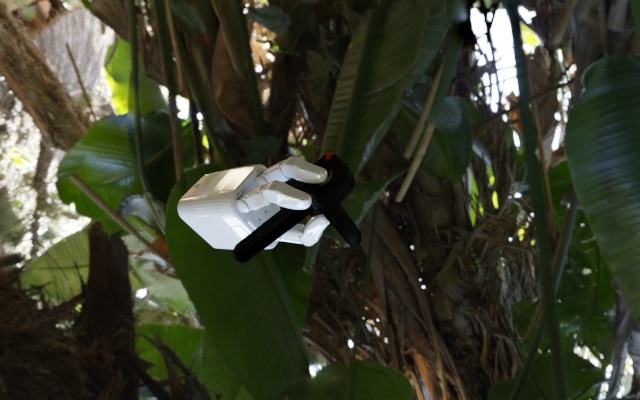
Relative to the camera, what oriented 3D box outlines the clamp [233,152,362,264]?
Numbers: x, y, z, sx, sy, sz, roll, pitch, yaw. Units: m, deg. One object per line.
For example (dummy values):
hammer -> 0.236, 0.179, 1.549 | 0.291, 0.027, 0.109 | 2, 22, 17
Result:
clamp -> 0.000, 0.002, 0.610 | 0.164, 0.036, 0.210 | -5, 34, 30
